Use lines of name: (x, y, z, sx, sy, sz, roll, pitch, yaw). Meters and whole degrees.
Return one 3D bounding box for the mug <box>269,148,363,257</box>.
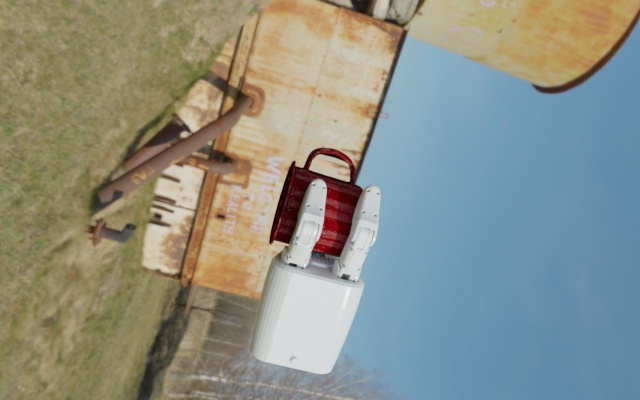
mug: (0.001, 0.000, 0.509, 0.081, 0.117, 0.093, 16, 11, -8)
